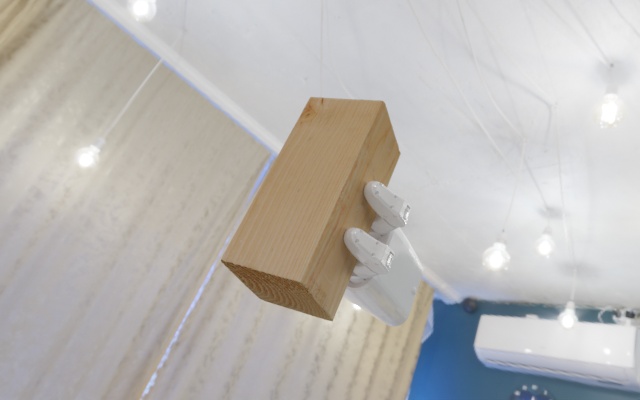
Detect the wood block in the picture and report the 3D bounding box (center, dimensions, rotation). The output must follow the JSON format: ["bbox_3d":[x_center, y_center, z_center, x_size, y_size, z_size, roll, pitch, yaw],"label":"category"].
[{"bbox_3d":[0.000,0.002,0.486,0.091,0.206,0.090,9,-30,29],"label":"wood block"}]
